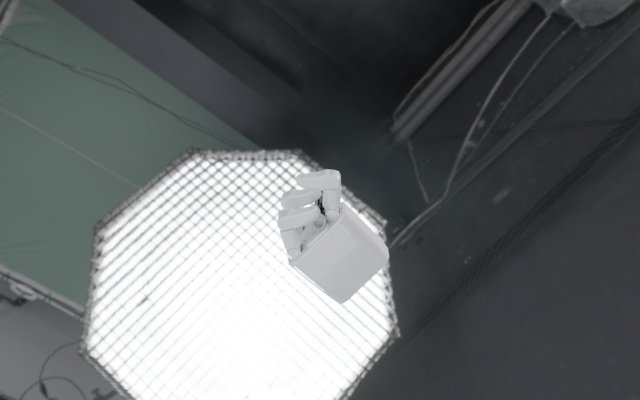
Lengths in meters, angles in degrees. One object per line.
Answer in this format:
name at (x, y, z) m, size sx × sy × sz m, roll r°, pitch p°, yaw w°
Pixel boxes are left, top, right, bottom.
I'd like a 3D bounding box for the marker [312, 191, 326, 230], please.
marker at (0.000, 0.002, 0.693) m, size 0.020 × 0.020 × 0.121 m, roll 0°, pitch 31°, yaw 3°
